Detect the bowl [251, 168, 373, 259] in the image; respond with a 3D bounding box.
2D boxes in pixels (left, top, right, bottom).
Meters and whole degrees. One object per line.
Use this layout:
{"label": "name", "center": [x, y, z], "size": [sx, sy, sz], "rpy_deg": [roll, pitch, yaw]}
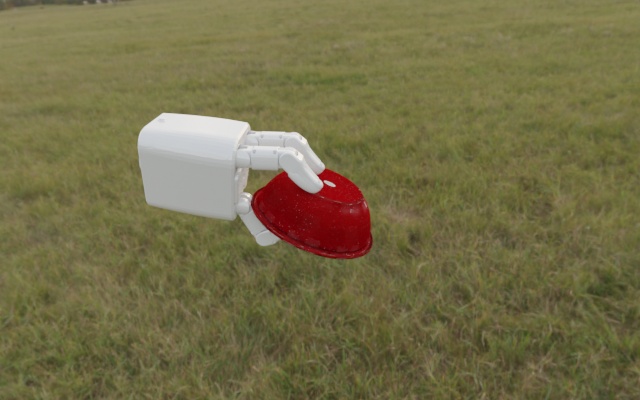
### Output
{"label": "bowl", "center": [0.001, 0.002, 0.586], "size": [0.162, 0.055, 0.162], "rpy_deg": [19, 24, -9]}
